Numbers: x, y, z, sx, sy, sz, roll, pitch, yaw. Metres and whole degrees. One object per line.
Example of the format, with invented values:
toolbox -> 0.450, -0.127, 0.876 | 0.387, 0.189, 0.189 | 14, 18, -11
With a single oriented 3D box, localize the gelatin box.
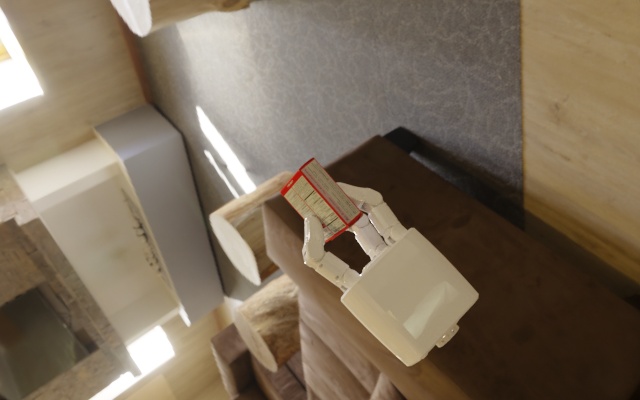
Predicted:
gelatin box -> 0.000, 0.002, 0.567 | 0.030, 0.089, 0.073 | -42, 0, -29
